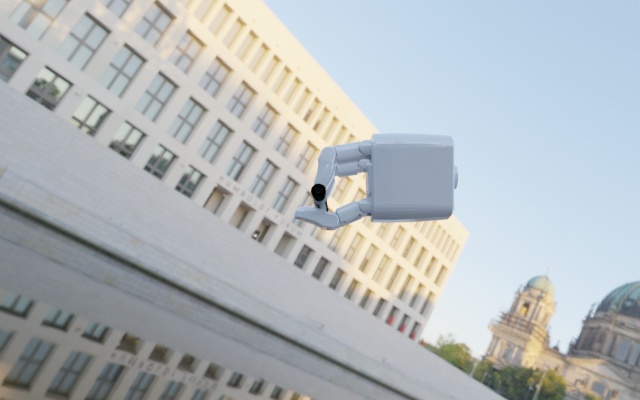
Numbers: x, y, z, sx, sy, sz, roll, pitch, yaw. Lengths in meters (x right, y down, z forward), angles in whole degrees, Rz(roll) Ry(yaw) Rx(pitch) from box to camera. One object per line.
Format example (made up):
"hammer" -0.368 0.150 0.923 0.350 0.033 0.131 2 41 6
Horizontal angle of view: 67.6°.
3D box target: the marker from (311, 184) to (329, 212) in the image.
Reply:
"marker" 0.000 0.002 0.629 0.020 0.020 0.121 0 -15 2
